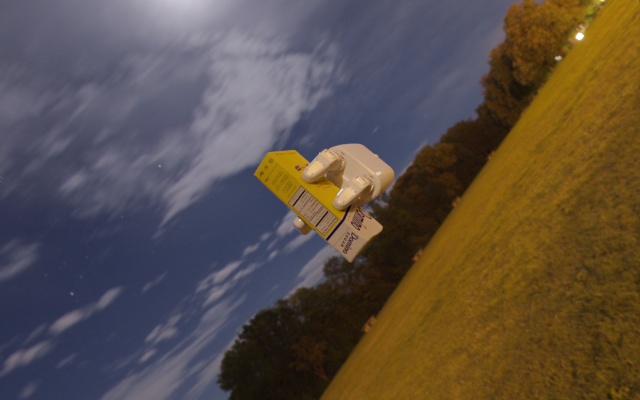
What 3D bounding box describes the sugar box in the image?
[{"bbox_3d":[0.000,0.002,0.652,0.176,0.048,0.093,39,20,11],"label":"sugar box"}]
